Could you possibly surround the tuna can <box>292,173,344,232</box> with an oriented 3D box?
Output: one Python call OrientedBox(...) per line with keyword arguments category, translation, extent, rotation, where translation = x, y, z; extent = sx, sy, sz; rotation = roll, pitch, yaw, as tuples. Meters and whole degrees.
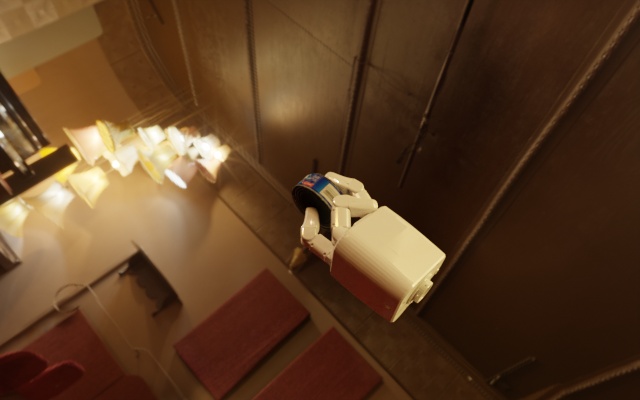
OrientedBox(category="tuna can", translation=(0.000, 0.002, 0.700), extent=(0.033, 0.086, 0.086), rotation=(-44, 23, -26))
